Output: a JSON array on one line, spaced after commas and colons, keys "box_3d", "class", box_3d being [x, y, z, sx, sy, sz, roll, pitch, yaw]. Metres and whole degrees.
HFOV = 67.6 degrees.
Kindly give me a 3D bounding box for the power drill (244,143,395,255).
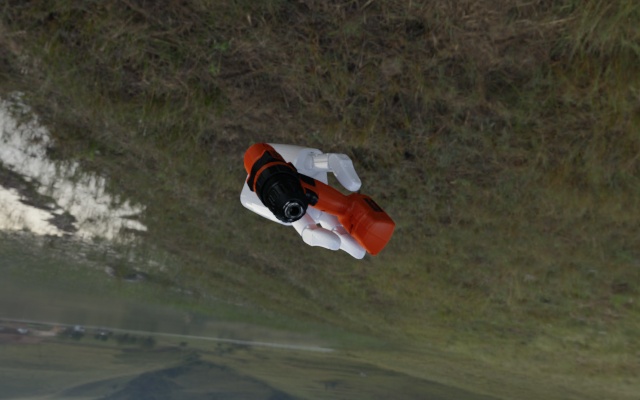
[{"box_3d": [0.000, 0.002, 0.588, 0.188, 0.057, 0.184, 28, 13, -27], "class": "power drill"}]
